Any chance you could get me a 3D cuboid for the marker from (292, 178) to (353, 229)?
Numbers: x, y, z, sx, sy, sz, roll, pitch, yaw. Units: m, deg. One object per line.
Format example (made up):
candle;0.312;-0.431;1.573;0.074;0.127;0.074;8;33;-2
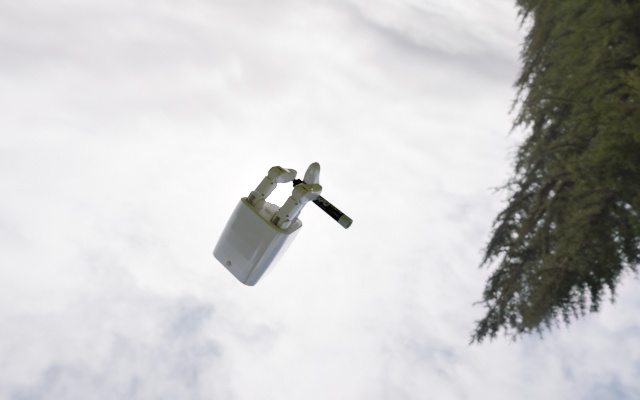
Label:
marker;0.000;0.002;0.740;0.121;0.020;0.020;38;18;24
